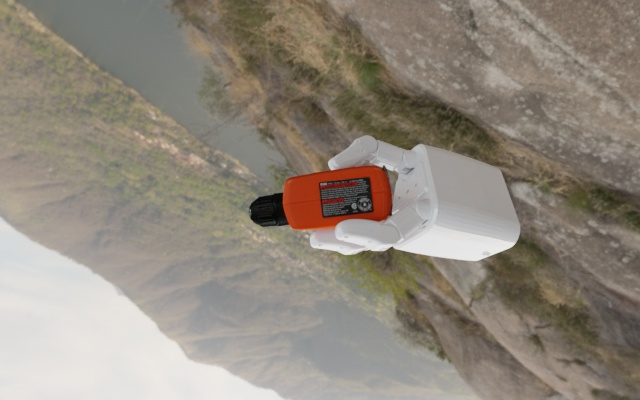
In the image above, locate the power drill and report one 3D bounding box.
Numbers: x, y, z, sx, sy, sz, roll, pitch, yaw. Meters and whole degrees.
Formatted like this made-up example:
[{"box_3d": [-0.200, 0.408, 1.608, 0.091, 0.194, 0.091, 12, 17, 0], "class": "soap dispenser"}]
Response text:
[{"box_3d": [0.000, 0.002, 0.546, 0.184, 0.057, 0.187, -9, 0, -1], "class": "power drill"}]
